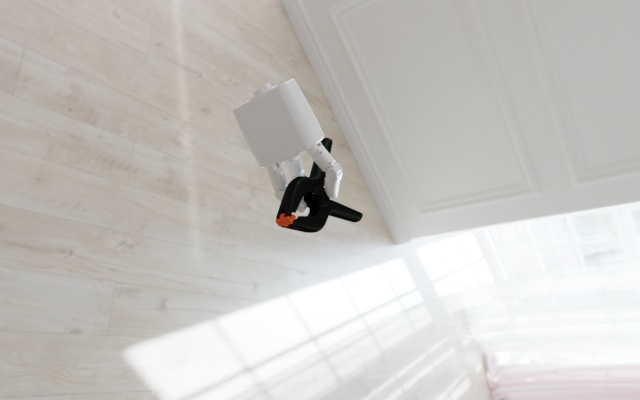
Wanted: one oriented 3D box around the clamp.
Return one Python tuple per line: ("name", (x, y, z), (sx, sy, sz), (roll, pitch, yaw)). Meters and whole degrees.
("clamp", (0.000, 0.002, 0.802), (0.036, 0.164, 0.210), (-17, 19, 36))
